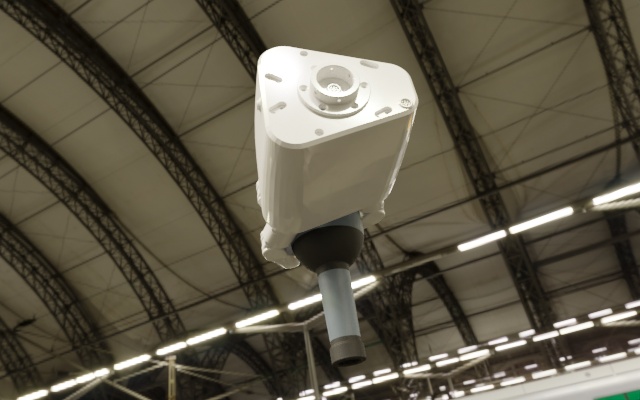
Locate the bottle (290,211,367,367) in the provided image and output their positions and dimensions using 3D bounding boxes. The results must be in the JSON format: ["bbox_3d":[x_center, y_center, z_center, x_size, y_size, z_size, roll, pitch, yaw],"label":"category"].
[{"bbox_3d":[0.000,0.001,0.445,0.069,0.295,0.069,-8,-31,-5],"label":"bottle"}]
